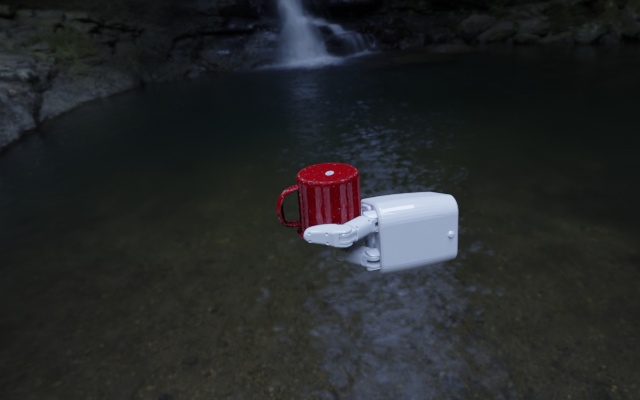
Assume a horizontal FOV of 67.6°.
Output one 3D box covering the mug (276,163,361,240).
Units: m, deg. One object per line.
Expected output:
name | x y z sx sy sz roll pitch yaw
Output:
mug | -0.001 0.002 0.624 0.117 0.081 0.093 -8 23 -10
